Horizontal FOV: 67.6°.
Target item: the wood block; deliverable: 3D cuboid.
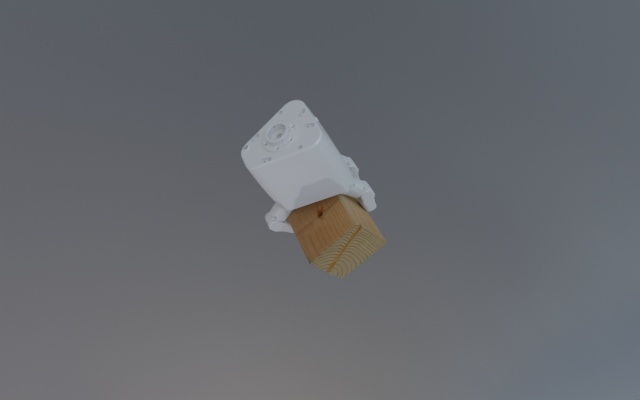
[{"bbox_3d":[0.000,0.003,0.728,0.091,0.206,0.090,-41,-39,15],"label":"wood block"}]
